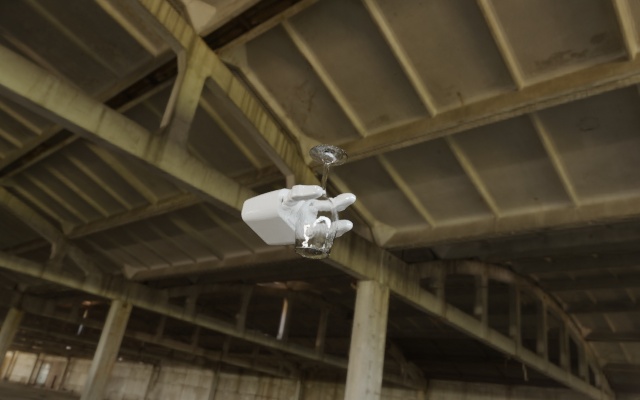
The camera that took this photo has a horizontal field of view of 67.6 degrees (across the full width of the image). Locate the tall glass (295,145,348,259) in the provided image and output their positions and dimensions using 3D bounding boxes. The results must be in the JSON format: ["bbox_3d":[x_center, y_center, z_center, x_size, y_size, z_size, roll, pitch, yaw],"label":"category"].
[{"bbox_3d":[0.000,0.002,0.872,0.079,0.201,0.079,8,-24,4],"label":"tall glass"}]
